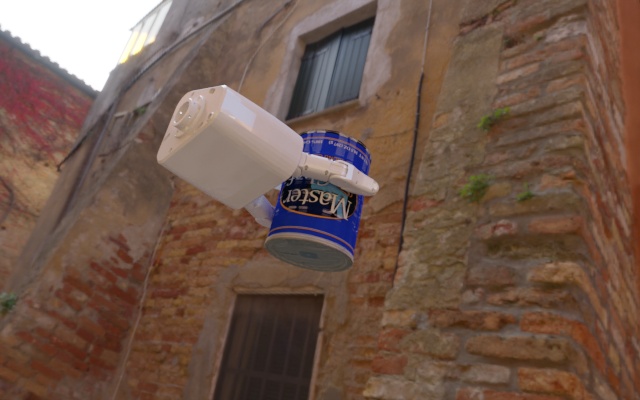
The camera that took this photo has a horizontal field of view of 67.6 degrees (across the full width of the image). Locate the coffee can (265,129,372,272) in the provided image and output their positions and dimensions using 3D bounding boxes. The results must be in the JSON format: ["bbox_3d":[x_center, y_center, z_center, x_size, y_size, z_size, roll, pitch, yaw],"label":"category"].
[{"bbox_3d":[0.000,0.002,0.571,0.103,0.140,0.103,10,-25,5],"label":"coffee can"}]
